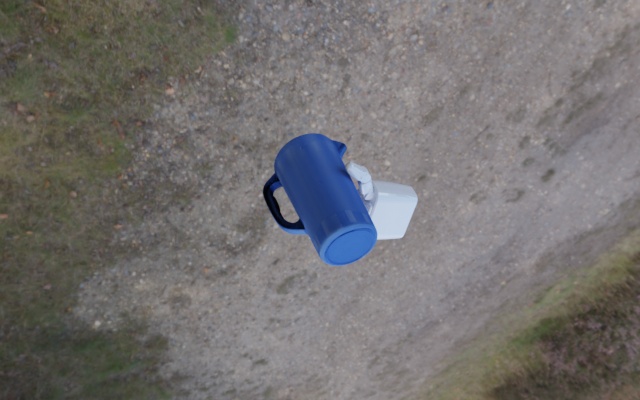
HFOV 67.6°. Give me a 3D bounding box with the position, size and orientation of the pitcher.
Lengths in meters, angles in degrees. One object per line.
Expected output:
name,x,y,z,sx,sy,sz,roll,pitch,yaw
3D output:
pitcher,0.000,0.003,0.882,0.145,0.149,0.242,5,41,-32
